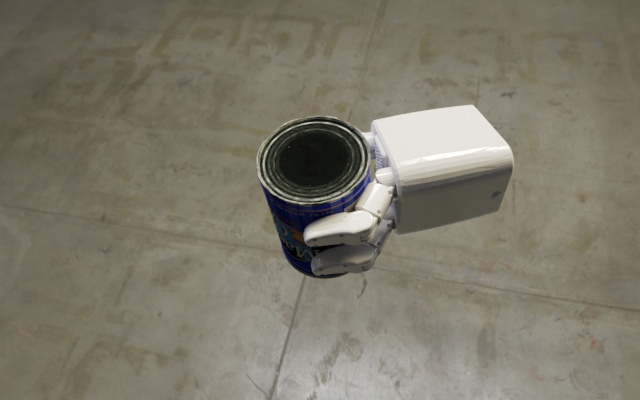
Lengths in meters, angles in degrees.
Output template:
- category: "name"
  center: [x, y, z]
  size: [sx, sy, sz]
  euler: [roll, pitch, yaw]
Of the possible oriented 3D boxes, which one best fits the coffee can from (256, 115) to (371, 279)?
- category: "coffee can"
  center: [0.000, 0.002, 0.476]
  size: [0.103, 0.102, 0.140]
  euler: [0, -35, 7]
